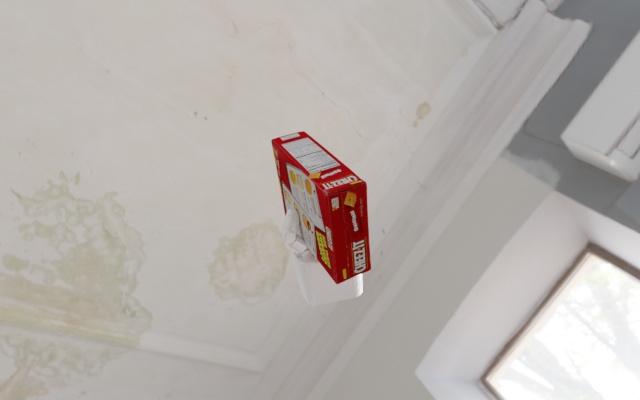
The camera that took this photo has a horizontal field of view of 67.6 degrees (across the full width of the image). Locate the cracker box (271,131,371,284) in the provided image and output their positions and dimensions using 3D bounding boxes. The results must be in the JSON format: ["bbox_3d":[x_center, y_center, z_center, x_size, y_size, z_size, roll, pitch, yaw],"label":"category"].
[{"bbox_3d":[0.000,0.002,0.767,0.072,0.164,0.213,-20,35,-18],"label":"cracker box"}]
